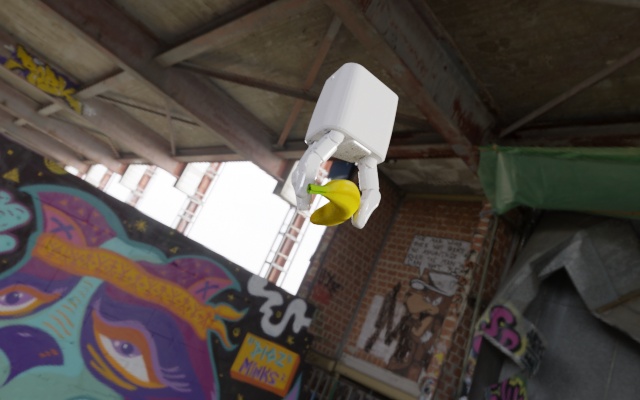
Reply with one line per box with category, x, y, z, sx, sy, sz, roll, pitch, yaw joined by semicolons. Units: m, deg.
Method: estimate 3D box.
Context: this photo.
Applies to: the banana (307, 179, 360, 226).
banana;0.019;0.004;0.658;0.069;0.037;0.198;8;-16;2
